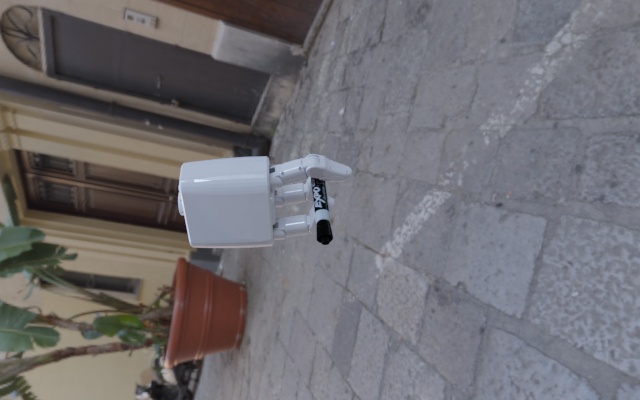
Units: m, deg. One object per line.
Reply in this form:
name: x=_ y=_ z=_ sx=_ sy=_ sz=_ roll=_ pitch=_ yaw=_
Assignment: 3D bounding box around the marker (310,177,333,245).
marker: x=0.000 y=0.002 z=0.568 sx=0.020 sy=0.121 sz=0.020 roll=-4 pitch=-41 yaw=-3
